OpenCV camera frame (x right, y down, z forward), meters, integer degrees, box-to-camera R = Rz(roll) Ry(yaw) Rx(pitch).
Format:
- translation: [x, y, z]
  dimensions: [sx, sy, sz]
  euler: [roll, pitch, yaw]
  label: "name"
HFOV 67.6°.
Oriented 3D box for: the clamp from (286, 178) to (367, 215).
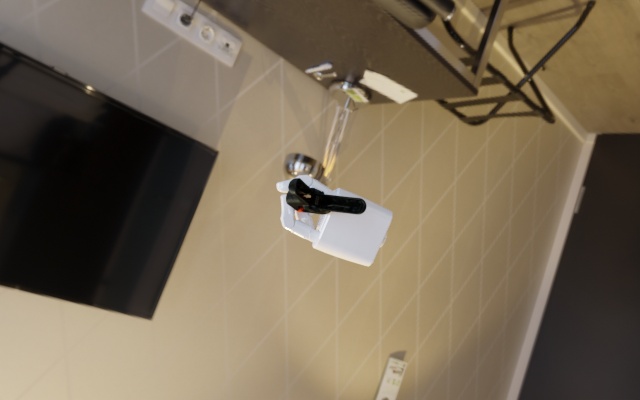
- translation: [0.000, 0.003, 0.756]
  dimensions: [0.120, 0.039, 0.171]
  euler: [22, -8, -7]
  label: "clamp"
